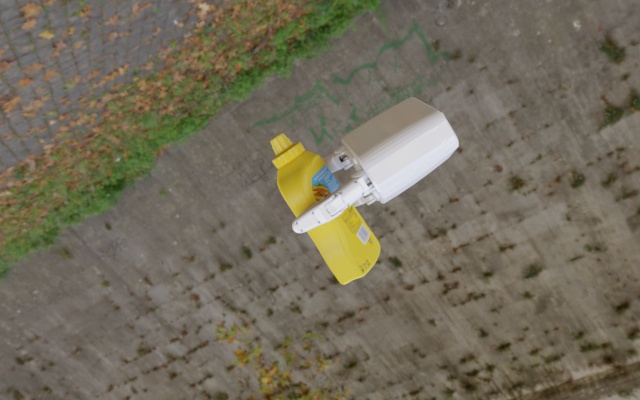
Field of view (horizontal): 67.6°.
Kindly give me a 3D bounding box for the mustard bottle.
[{"bbox_3d":[0.000,0.002,0.585,0.058,0.191,0.096,-29,11,27],"label":"mustard bottle"}]
